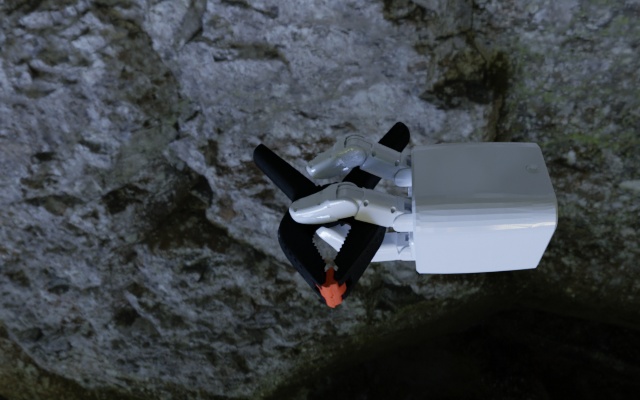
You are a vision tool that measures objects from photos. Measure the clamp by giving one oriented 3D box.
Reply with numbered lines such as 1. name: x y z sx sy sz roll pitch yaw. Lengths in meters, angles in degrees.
1. clamp: 0.000 0.002 0.440 0.164 0.036 0.209 -4 44 13
